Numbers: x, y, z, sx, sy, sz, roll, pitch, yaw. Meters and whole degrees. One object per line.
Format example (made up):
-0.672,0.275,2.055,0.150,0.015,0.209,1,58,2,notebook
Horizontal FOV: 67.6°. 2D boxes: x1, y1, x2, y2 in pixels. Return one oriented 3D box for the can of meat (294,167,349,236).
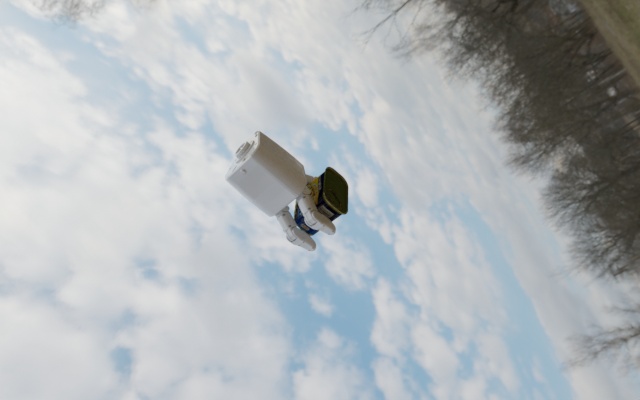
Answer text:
0.000,0.003,0.848,0.057,0.102,0.084,38,-58,-25,can of meat
